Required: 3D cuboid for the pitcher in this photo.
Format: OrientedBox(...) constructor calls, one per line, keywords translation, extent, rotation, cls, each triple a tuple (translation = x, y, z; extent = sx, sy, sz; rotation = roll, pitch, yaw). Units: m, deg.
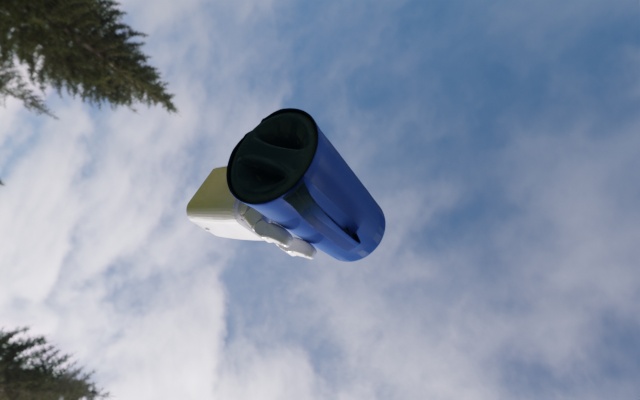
OrientedBox(translation=(0.000, 0.002, 0.648), extent=(0.145, 0.149, 0.243), rotation=(-2, -28, 33), cls="pitcher")
